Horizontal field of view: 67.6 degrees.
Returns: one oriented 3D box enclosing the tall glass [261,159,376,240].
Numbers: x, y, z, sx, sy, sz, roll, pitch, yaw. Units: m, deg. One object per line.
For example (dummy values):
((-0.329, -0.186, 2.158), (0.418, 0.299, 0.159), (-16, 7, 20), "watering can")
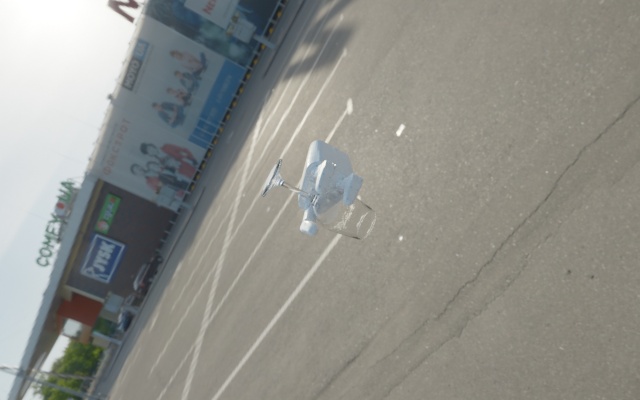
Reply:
((0.000, 0.003, 0.858), (0.201, 0.079, 0.079), (27, -8, -15), "tall glass")
